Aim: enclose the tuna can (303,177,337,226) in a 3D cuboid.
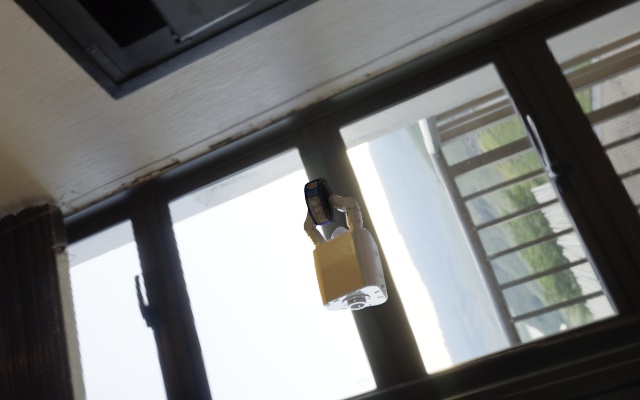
[{"bbox_3d":[0.000,0.003,0.873,0.034,0.086,0.086,-17,-5,15],"label":"tuna can"}]
